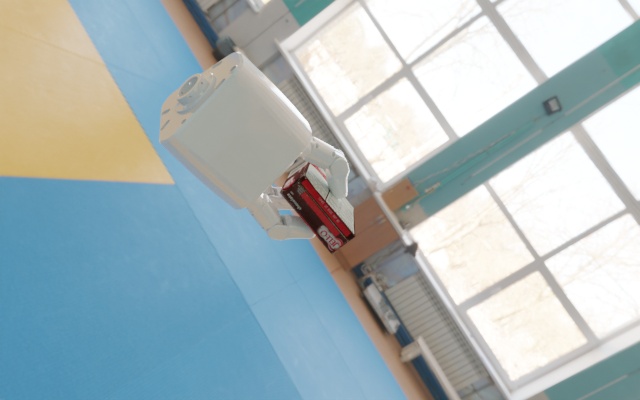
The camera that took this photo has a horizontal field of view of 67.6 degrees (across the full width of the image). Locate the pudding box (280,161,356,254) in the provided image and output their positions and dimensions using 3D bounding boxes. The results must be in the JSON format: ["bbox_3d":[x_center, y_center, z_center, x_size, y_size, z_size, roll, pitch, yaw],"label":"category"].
[{"bbox_3d":[0.000,0.002,0.557,0.039,0.090,0.113,-36,10,13],"label":"pudding box"}]
